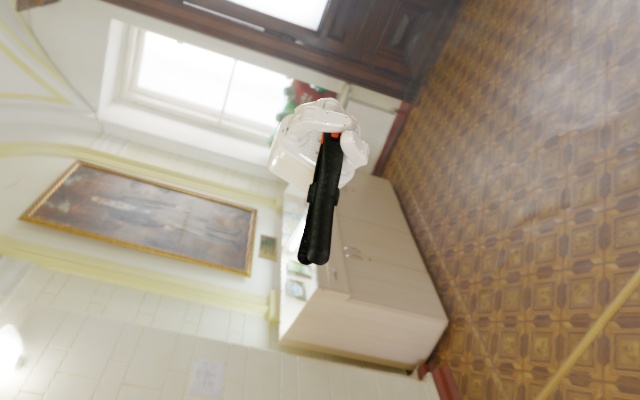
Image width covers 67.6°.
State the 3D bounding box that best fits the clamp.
[{"bbox_3d":[0.000,0.002,0.579,0.039,0.171,0.120,16,-18,-12],"label":"clamp"}]
